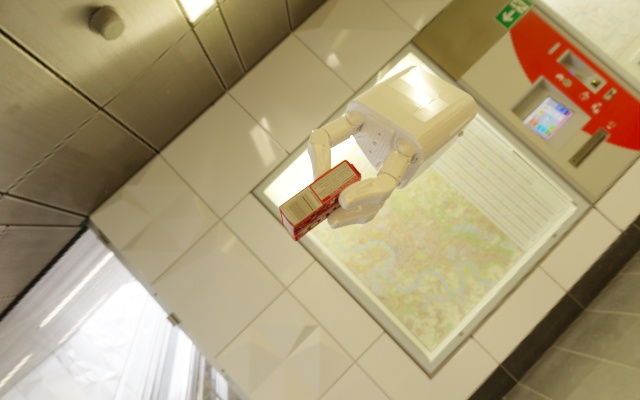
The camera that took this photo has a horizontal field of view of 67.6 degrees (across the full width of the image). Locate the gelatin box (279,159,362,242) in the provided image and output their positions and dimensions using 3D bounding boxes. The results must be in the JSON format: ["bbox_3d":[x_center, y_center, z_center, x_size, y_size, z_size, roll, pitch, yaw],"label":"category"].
[{"bbox_3d":[0.000,0.002,0.510,0.089,0.030,0.073,-36,-12,-11],"label":"gelatin box"}]
